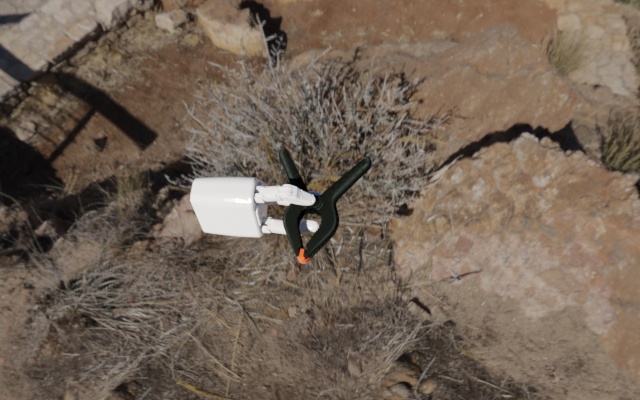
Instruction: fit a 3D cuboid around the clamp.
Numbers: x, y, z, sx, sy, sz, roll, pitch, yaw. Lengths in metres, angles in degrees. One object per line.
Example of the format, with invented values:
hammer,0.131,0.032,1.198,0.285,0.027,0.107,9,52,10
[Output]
clamp,0.000,0.003,0.803,0.164,0.210,0.036,1,-23,9
